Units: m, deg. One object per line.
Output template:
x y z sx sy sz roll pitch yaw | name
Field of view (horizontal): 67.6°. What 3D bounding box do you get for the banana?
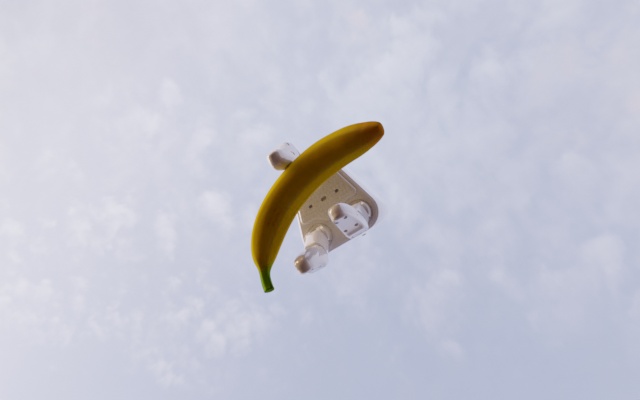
-0.016 -0.006 0.475 0.069 0.198 0.037 37 9 21 | banana
